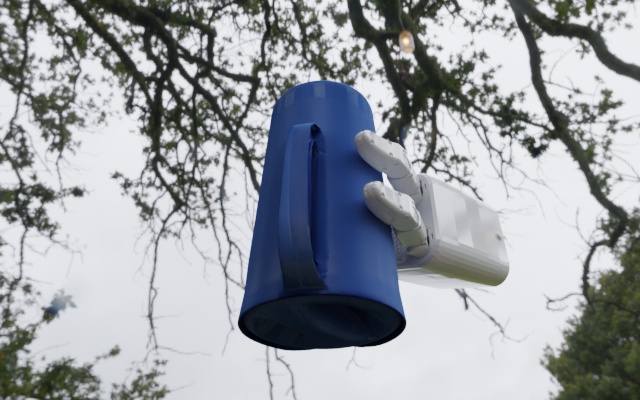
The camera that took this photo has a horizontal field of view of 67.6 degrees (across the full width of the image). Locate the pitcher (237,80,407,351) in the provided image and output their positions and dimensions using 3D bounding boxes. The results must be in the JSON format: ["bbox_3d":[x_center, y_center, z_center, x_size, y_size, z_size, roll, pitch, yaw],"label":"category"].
[{"bbox_3d":[0.000,0.002,0.434,0.145,0.242,0.149,20,-39,-27],"label":"pitcher"}]
